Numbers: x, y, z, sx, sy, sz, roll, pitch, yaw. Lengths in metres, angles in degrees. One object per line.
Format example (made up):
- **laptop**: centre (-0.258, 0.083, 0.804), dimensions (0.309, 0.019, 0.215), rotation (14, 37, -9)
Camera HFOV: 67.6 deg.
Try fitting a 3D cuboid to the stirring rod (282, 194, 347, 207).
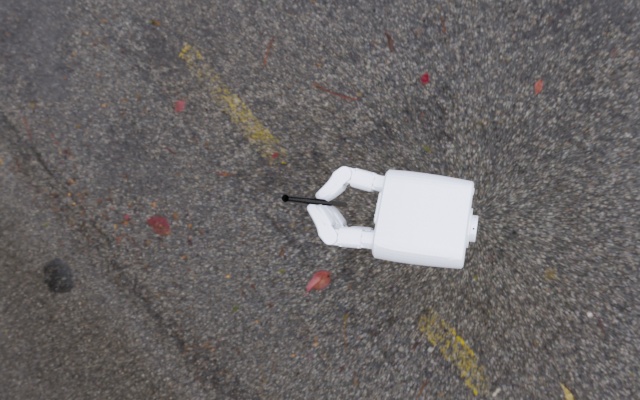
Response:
- **stirring rod**: centre (0.000, 0.002, 0.608), dimensions (0.011, 0.011, 0.239), rotation (0, -2, 18)
